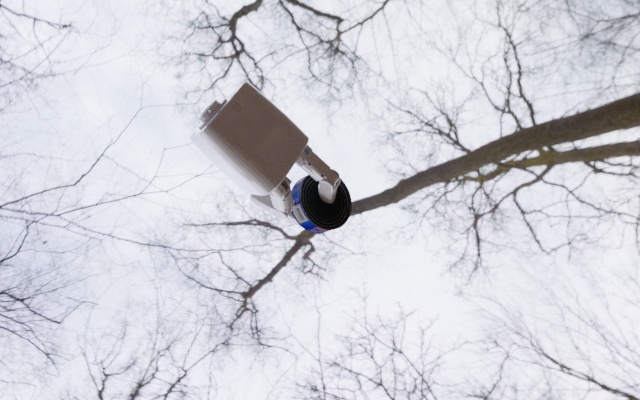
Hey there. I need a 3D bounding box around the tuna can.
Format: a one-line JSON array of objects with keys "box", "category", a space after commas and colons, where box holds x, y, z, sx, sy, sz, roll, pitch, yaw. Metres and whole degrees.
[{"box": [0.000, 0.002, 0.670, 0.086, 0.086, 0.034, 0, -14, -35], "category": "tuna can"}]
